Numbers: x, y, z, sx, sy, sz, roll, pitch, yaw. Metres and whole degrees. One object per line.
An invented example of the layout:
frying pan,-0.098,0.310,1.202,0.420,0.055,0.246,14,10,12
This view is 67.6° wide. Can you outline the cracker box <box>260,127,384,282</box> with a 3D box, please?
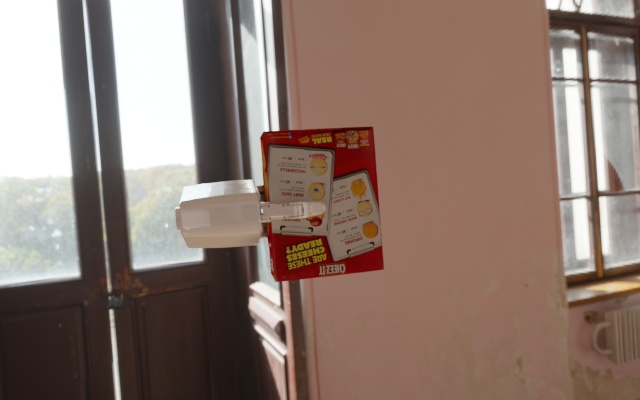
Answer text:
cracker box,0.000,0.002,0.712,0.164,0.213,0.072,-5,1,-11
